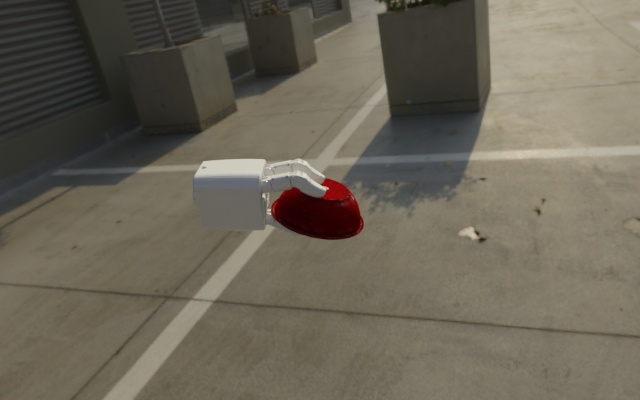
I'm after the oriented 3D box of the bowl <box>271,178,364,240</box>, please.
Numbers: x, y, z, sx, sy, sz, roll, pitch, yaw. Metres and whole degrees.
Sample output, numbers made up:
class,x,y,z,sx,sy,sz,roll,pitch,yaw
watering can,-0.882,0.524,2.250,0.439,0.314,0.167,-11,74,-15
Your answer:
class,x,y,z,sx,sy,sz,roll,pitch,yaw
bowl,0.001,0.002,0.805,0.162,0.055,0.162,10,24,-5
